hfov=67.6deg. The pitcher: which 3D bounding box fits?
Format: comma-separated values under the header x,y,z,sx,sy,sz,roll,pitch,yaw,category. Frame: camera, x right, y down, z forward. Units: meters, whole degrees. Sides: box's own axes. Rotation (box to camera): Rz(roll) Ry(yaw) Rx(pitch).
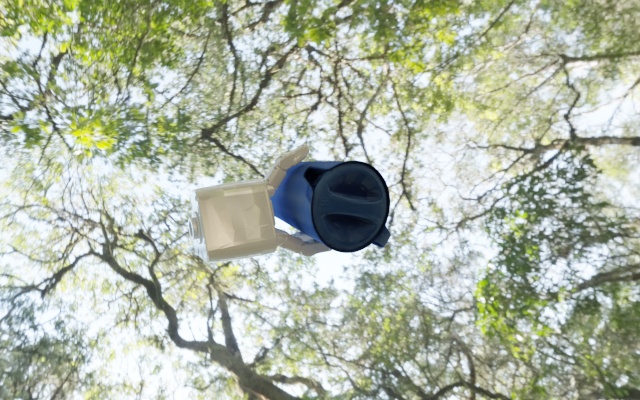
x,y,z,sx,sy,sz,roll,pitch,yaw,category
0.000,0.003,0.781,0.145,0.149,0.243,-12,12,-25,pitcher
